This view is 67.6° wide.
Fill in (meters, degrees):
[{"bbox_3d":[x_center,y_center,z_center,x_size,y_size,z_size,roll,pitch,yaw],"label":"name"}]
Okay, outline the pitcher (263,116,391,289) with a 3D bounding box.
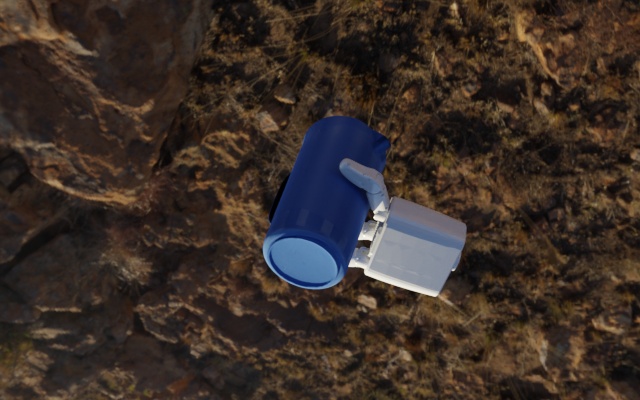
[{"bbox_3d":[0.000,0.002,0.667,0.145,0.149,0.242,19,43,2],"label":"pitcher"}]
